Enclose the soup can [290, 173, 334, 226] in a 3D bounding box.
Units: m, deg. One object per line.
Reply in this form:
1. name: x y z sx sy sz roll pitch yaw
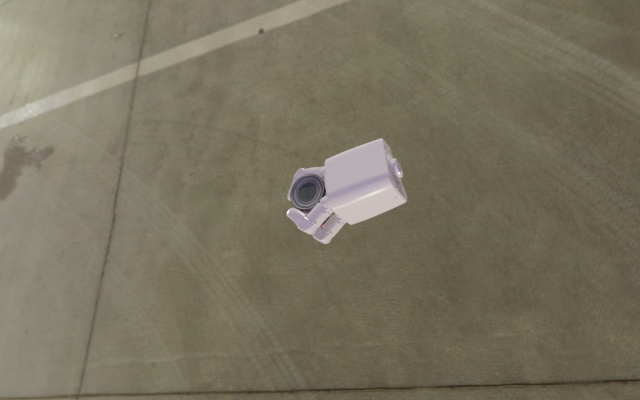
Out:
1. soup can: 0.000 0.003 0.828 0.068 0.068 0.102 0 -20 28
